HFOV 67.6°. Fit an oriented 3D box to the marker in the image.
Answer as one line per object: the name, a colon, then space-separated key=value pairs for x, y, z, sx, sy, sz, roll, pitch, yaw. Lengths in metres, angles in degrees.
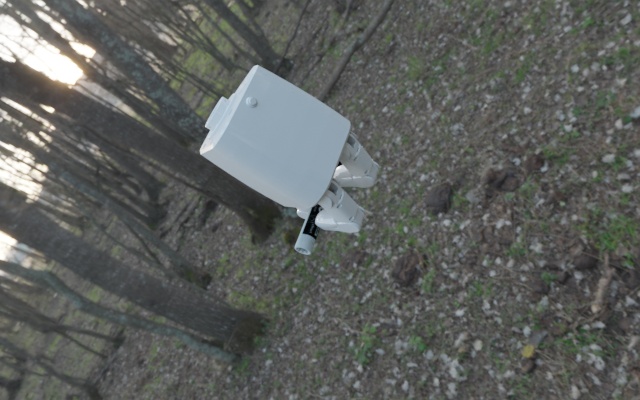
marker: x=0.000 y=0.002 z=0.525 sx=0.020 sy=0.121 sz=0.020 roll=16 pitch=-26 yaw=8
